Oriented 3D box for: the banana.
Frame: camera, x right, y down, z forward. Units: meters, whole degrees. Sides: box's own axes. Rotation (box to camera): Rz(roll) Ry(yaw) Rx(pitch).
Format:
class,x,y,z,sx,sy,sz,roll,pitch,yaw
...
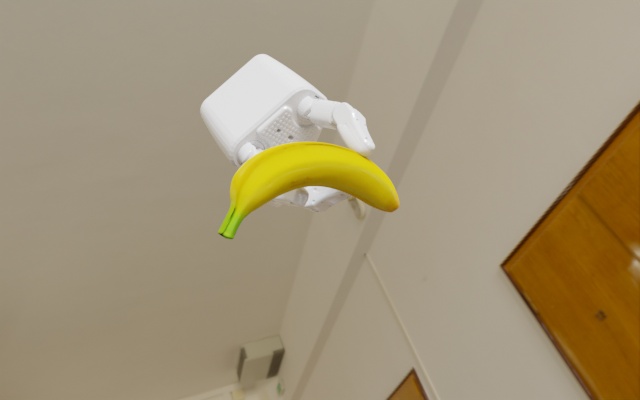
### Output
class,x,y,z,sx,sy,sz,roll,pitch,yaw
banana,0.000,-0.016,0.407,0.198,0.070,0.037,-6,23,-39
